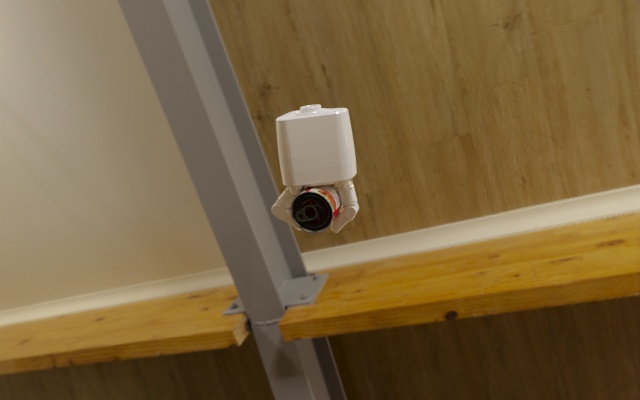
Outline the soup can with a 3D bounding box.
[{"bbox_3d":[0.000,0.003,0.771,0.068,0.068,0.102,0,19,17],"label":"soup can"}]
